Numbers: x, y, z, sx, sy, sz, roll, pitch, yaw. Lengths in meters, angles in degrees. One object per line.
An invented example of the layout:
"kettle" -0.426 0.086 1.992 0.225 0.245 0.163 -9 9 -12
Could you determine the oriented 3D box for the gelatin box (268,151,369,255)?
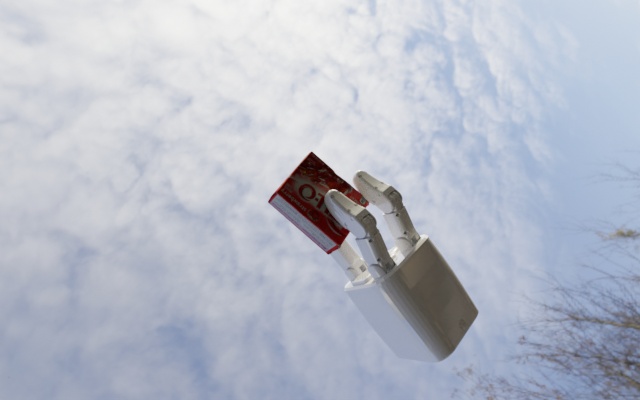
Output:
"gelatin box" 0.000 0.002 0.515 0.073 0.089 0.030 -53 6 -36
